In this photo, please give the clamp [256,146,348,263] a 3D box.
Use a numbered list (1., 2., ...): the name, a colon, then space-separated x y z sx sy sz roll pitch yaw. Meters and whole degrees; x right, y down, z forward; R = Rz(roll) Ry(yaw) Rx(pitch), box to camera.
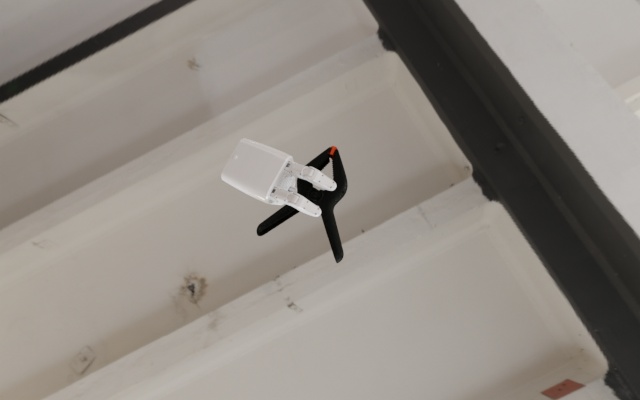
1. clamp: 0.000 0.003 0.868 0.164 0.210 0.036 25 -13 13
